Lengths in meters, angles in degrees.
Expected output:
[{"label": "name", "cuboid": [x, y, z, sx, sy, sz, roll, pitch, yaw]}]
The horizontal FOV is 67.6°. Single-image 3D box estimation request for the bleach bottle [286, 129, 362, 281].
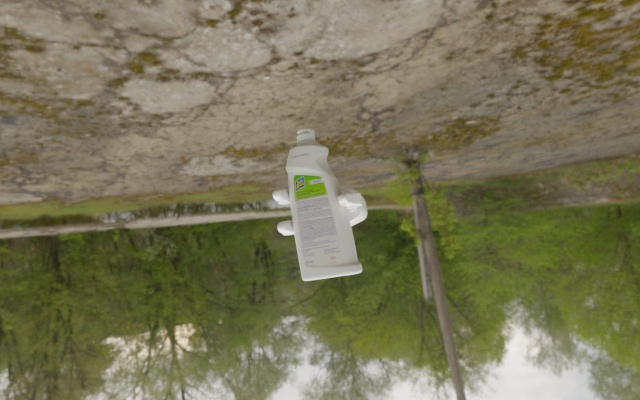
[{"label": "bleach bottle", "cuboid": [0.000, 0.003, 0.799, 0.102, 0.251, 0.068, -10, -8, 12]}]
